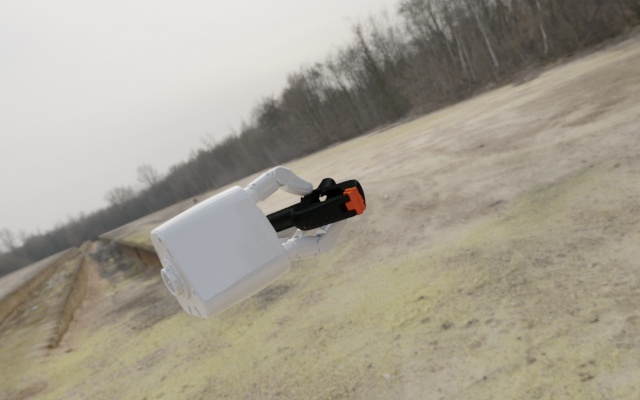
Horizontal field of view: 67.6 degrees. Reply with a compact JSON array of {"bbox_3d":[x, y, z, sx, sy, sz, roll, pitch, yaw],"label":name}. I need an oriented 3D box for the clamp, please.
[{"bbox_3d":[0.000,0.001,0.604,0.164,0.036,0.210,-33,11,-31],"label":"clamp"}]
